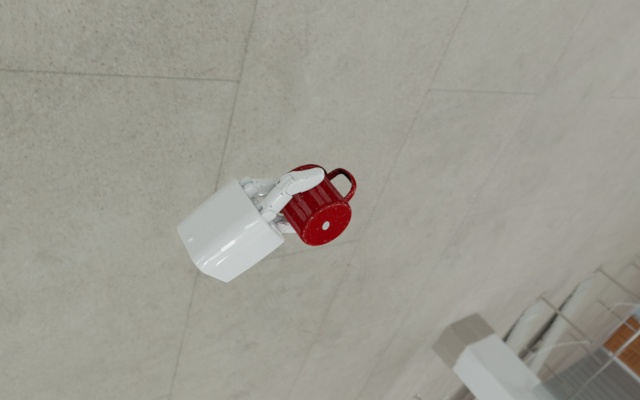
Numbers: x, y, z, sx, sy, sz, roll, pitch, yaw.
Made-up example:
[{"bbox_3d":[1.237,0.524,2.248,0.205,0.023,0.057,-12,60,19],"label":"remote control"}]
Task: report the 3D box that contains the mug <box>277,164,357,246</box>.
[{"bbox_3d":[0.001,0.001,0.670,0.117,0.081,0.093,-37,-37,-2],"label":"mug"}]
